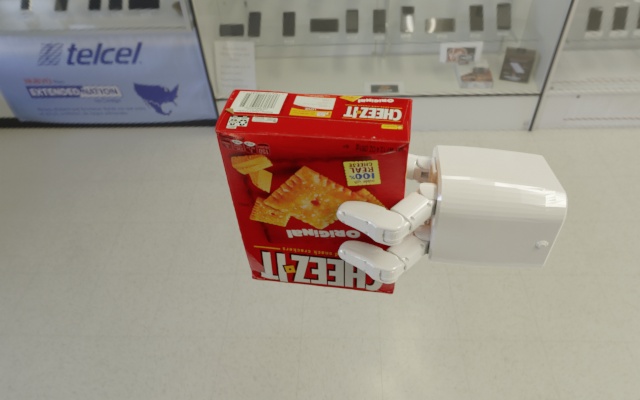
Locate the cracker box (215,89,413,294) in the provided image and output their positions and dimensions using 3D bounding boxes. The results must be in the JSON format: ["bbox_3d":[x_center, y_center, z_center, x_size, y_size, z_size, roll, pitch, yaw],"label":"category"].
[{"bbox_3d":[0.000,0.001,0.473,0.164,0.214,0.072,5,45,9],"label":"cracker box"}]
